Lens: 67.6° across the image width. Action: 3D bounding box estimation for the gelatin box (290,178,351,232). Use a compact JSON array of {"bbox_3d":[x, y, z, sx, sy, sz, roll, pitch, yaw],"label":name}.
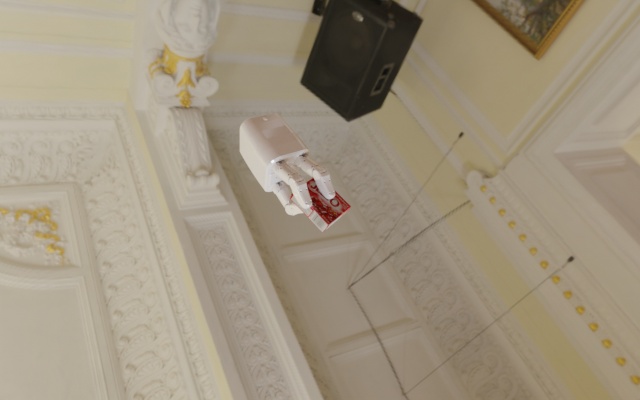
[{"bbox_3d":[0.000,0.003,0.869,0.073,0.089,0.030,-37,-10,-43],"label":"gelatin box"}]
